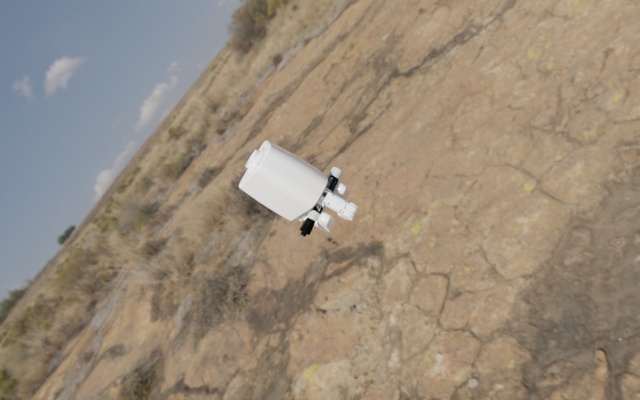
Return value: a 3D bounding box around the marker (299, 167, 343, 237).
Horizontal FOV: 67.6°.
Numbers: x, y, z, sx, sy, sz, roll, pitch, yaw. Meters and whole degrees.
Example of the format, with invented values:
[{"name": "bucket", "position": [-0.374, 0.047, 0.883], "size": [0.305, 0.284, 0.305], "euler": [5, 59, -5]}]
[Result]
[{"name": "marker", "position": [0.000, 0.003, 0.755], "size": [0.020, 0.121, 0.020], "euler": [27, -12, 6]}]
